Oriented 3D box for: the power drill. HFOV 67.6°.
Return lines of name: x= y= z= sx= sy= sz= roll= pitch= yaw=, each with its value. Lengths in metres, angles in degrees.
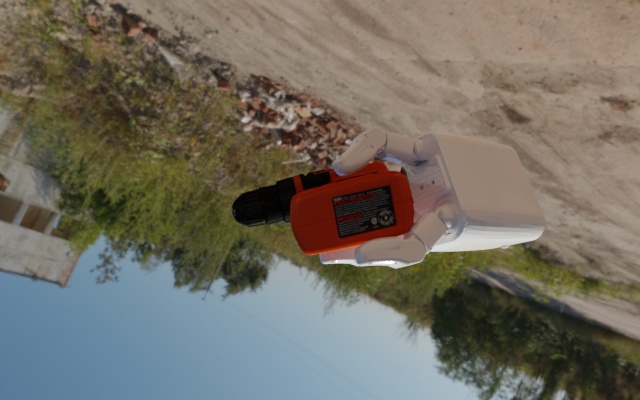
power drill: x=0.000 y=0.002 z=0.476 sx=0.184 sy=0.057 sz=0.187 roll=-15 pitch=11 yaw=-6
